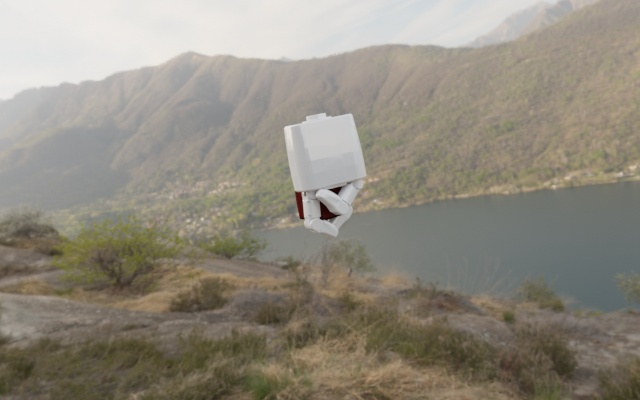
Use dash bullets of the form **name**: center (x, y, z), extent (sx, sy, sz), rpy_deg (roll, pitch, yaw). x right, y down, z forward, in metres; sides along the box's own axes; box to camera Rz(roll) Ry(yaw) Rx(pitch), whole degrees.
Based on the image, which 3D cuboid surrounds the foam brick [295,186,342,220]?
- **foam brick**: center (0.000, 0.003, 0.813), extent (0.053, 0.051, 0.078), rpy_deg (-17, 9, -31)
